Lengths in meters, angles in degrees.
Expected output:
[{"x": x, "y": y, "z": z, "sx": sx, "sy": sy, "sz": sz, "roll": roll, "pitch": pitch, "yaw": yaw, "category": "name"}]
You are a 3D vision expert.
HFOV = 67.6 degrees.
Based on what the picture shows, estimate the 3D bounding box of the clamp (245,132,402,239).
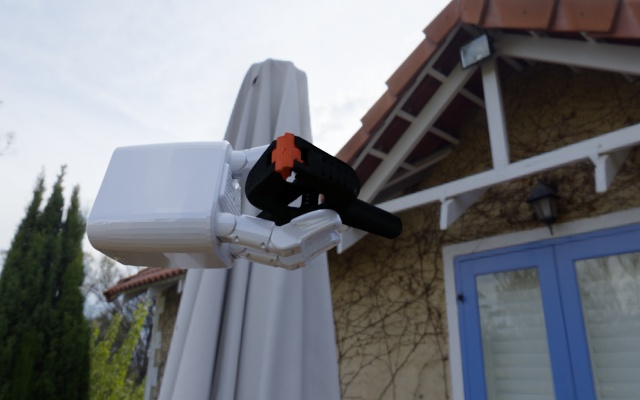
[{"x": 0.000, "y": 0.000, "z": 0.424, "sx": 0.164, "sy": 0.036, "sz": 0.210, "roll": -2, "pitch": -20, "yaw": 1, "category": "clamp"}]
